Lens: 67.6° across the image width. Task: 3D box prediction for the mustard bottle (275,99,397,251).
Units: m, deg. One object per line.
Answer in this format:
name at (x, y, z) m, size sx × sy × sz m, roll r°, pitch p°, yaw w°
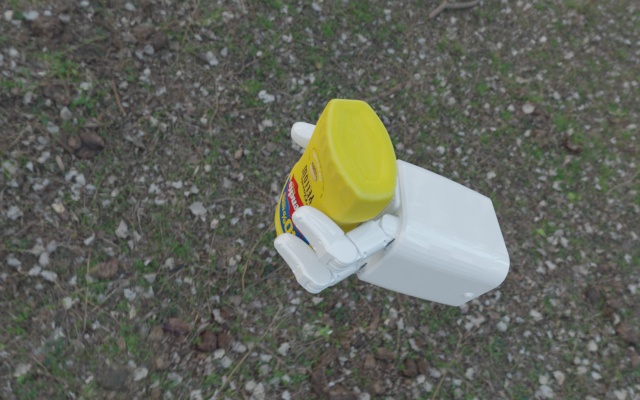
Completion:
mustard bottle at (0.000, 0.001, 0.440) m, size 0.058 × 0.096 × 0.192 m, roll -3°, pitch -27°, yaw -24°
